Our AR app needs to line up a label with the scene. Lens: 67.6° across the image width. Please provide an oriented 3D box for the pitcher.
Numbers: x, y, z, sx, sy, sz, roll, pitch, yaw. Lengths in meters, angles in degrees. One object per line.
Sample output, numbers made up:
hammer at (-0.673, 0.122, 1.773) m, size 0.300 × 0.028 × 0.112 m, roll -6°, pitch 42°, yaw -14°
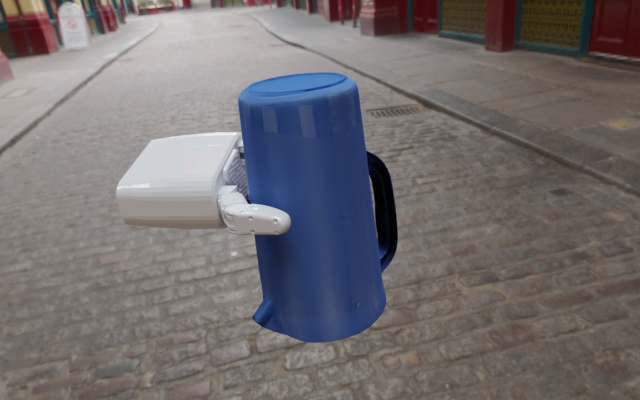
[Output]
pitcher at (0.000, 0.002, 0.476) m, size 0.145 × 0.243 × 0.149 m, roll -2°, pitch 24°, yaw 11°
